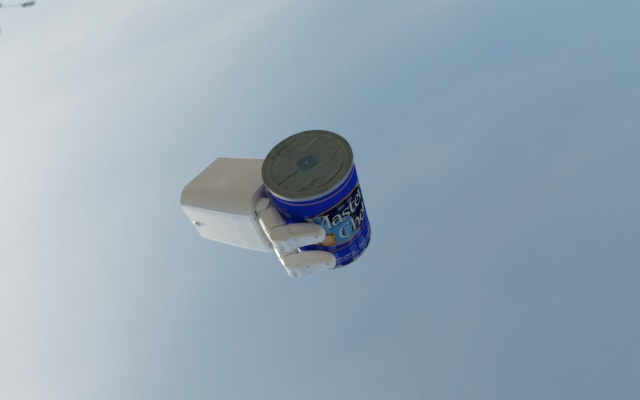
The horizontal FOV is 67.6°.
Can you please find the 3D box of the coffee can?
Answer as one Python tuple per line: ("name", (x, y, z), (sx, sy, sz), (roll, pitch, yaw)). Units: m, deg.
("coffee can", (0.000, 0.002, 0.569), (0.103, 0.102, 0.140), (0, -39, 17))
